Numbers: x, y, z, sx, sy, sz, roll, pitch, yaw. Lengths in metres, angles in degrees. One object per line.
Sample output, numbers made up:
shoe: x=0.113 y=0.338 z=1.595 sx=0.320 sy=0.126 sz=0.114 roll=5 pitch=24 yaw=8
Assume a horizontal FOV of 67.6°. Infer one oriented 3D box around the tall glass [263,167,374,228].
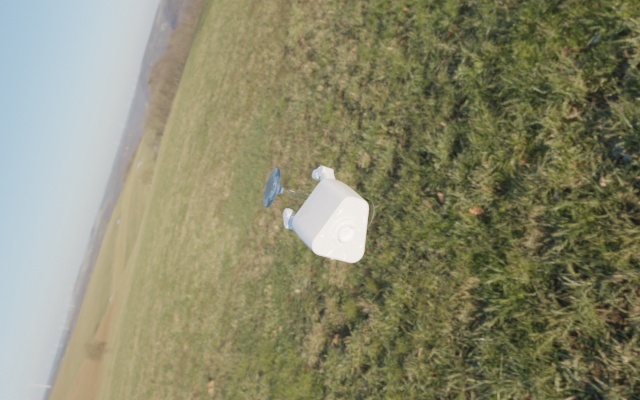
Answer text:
tall glass: x=0.000 y=0.003 z=0.887 sx=0.201 sy=0.079 sz=0.079 roll=17 pitch=-7 yaw=-23
